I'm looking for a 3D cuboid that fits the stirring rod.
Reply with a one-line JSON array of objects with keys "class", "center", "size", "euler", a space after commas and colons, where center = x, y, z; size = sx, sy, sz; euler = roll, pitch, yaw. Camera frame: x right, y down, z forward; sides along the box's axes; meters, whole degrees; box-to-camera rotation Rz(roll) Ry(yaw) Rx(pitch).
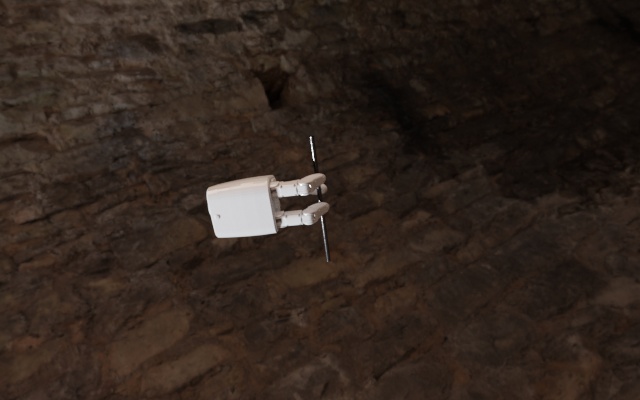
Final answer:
[{"class": "stirring rod", "center": [0.000, 0.003, 0.845], "size": [0.011, 0.240, 0.011], "euler": [-7, 23, 3]}]
